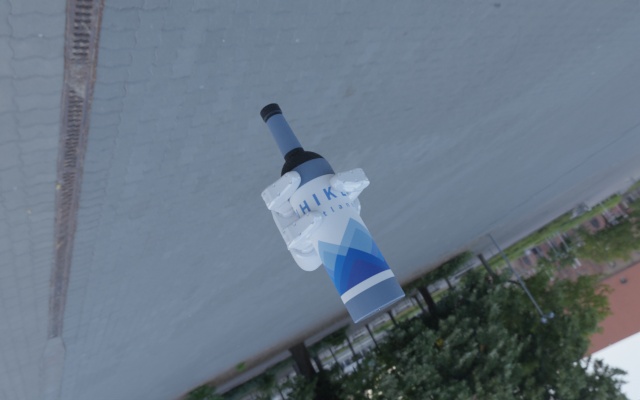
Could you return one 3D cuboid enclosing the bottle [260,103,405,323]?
[{"bbox_3d":[0.000,0.002,0.590,0.069,0.295,0.069,-26,-18,-9],"label":"bottle"}]
